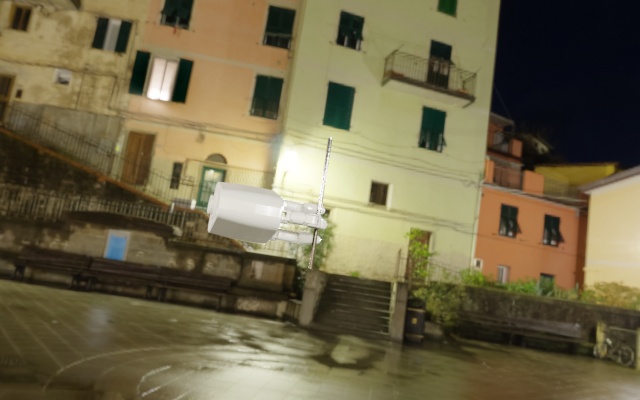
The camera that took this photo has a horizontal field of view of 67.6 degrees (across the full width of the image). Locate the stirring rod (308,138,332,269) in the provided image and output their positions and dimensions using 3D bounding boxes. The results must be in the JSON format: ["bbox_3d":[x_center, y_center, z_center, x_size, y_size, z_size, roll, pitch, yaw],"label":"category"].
[{"bbox_3d":[0.000,0.003,0.861,0.011,0.239,0.011,8,-9,1],"label":"stirring rod"}]
